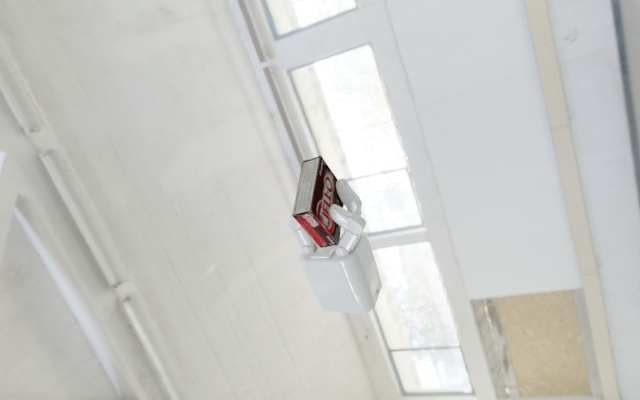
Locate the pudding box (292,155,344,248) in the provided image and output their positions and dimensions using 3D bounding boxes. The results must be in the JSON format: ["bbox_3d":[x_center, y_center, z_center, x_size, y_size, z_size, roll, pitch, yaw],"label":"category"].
[{"bbox_3d":[0.000,0.002,0.736,0.039,0.113,0.090,-14,-43,24],"label":"pudding box"}]
